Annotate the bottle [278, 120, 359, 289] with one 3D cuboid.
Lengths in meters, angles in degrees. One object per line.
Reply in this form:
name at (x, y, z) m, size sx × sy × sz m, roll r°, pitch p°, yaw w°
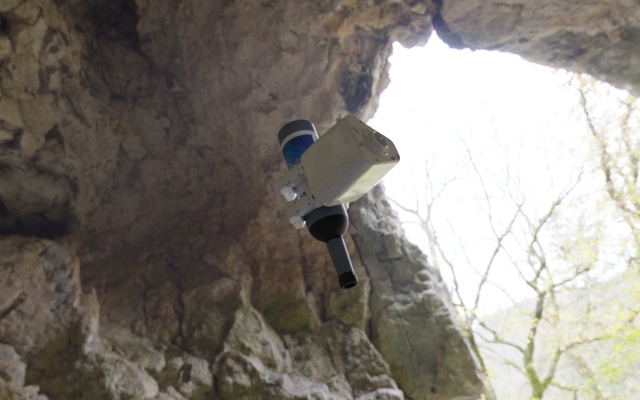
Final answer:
bottle at (0.000, 0.002, 0.770) m, size 0.069 × 0.295 × 0.069 m, roll -15°, pitch -28°, yaw -8°
